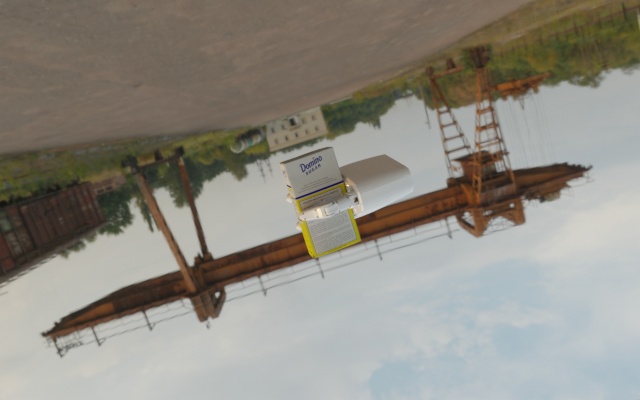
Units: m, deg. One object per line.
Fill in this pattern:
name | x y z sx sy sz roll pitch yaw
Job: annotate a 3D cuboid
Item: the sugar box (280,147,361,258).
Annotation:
sugar box | 0.000 0.003 0.836 0.093 0.176 0.048 -20 10 -13
